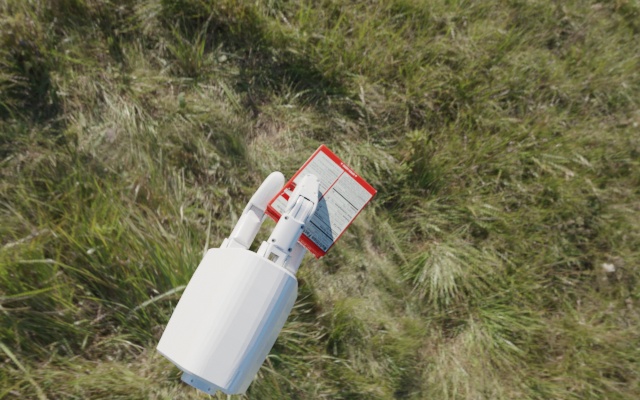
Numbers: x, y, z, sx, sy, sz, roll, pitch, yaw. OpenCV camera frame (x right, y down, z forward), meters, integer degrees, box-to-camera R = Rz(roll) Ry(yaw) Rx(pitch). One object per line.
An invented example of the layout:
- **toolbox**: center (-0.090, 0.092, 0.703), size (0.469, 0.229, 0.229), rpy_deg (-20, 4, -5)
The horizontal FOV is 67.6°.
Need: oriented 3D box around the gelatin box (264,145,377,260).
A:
- **gelatin box**: center (0.000, 0.001, 0.473), size (0.073, 0.089, 0.030), rpy_deg (41, -18, 0)
